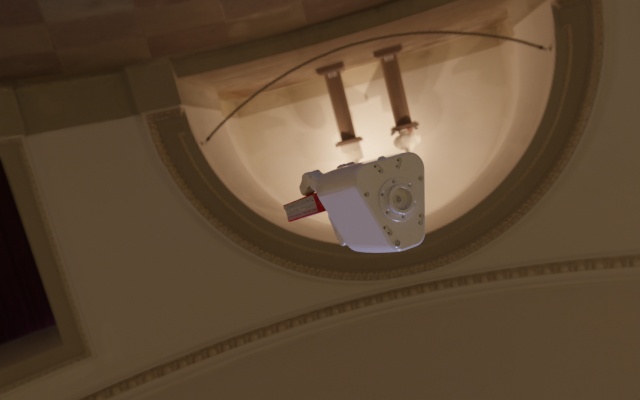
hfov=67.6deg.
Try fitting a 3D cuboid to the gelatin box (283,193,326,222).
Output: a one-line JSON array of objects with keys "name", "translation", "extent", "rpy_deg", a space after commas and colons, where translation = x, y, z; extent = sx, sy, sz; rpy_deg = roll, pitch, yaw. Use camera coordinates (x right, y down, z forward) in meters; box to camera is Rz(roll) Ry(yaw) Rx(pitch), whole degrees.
[{"name": "gelatin box", "translation": [0.000, 0.003, 0.688], "extent": [0.073, 0.030, 0.089], "rpy_deg": [-17, -2, -35]}]
